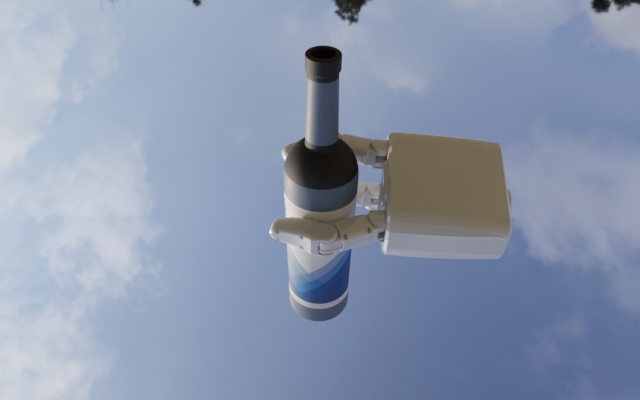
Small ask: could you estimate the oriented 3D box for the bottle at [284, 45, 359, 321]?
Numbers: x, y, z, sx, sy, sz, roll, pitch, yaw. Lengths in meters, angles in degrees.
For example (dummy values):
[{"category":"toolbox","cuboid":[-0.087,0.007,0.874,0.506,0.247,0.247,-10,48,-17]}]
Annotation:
[{"category":"bottle","cuboid":[0.000,0.002,0.446,0.069,0.296,0.069,1,42,-1]}]
